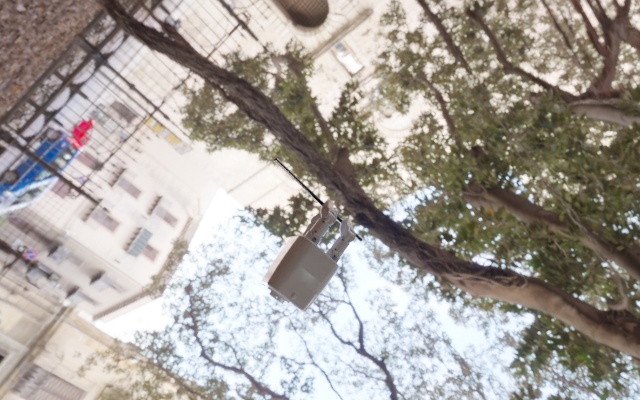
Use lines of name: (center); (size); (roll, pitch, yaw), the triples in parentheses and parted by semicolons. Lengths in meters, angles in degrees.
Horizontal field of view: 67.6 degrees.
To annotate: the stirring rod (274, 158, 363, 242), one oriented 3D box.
stirring rod: (0.000, 0.003, 0.892); (0.240, 0.011, 0.011); (43, -21, -24)
